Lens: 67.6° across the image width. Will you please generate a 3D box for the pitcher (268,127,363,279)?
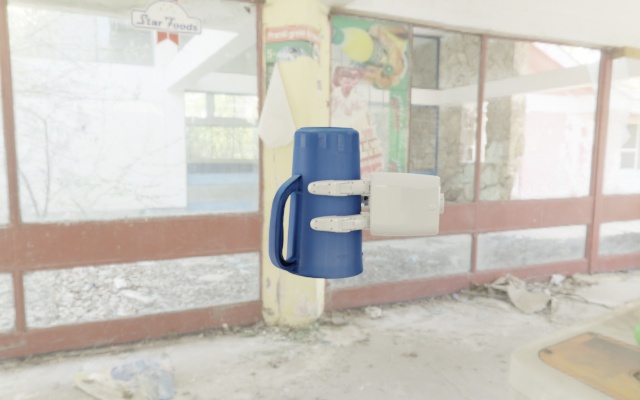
[{"bbox_3d":[0.000,0.003,0.787,0.145,0.243,0.149,2,6,8],"label":"pitcher"}]
